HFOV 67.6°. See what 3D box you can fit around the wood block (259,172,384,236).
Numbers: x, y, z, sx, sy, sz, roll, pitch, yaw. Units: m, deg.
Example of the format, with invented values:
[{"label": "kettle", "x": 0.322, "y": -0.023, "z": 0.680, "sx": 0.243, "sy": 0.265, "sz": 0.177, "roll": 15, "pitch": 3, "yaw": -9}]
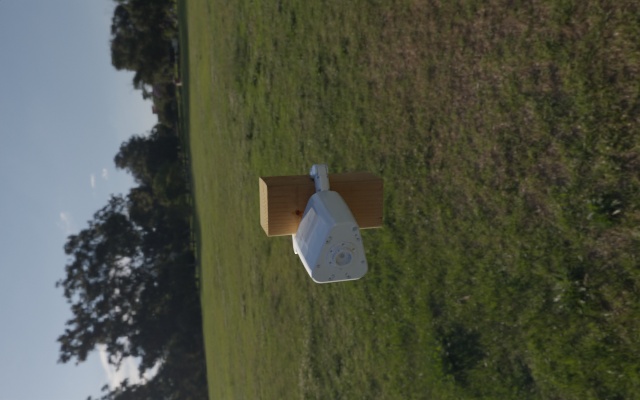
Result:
[{"label": "wood block", "x": 0.000, "y": 0.003, "z": 0.857, "sx": 0.206, "sy": 0.091, "sz": 0.090, "roll": -3, "pitch": 13, "yaw": -15}]
